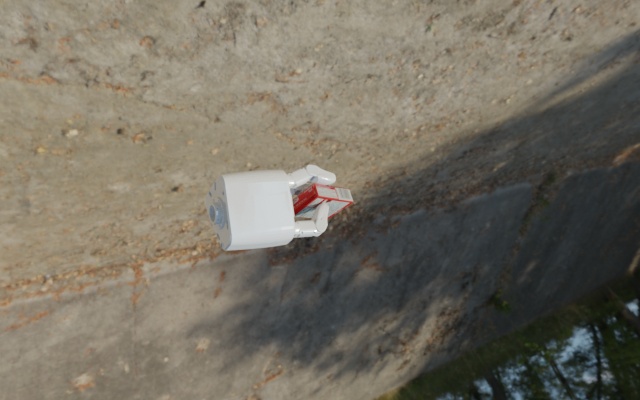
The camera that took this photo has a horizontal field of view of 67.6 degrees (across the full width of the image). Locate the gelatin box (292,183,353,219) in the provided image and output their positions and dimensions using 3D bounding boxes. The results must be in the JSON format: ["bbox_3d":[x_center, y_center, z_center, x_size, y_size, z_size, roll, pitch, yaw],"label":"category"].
[{"bbox_3d":[0.001,0.003,0.831,0.089,0.030,0.073,8,-33,-42],"label":"gelatin box"}]
